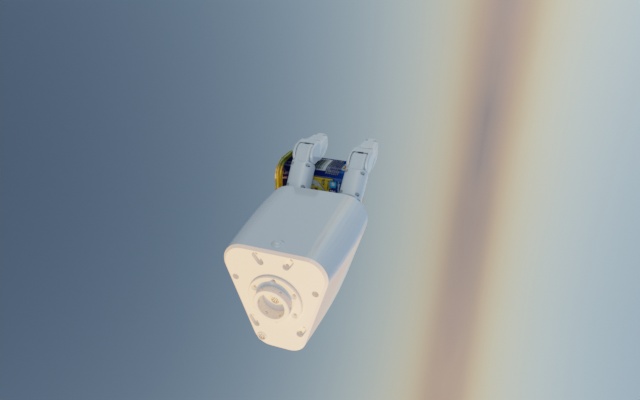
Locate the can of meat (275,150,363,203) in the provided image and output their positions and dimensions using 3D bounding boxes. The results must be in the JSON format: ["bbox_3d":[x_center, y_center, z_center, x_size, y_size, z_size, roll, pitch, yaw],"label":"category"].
[{"bbox_3d":[0.000,0.002,0.526,0.084,0.102,0.057,9,27,18],"label":"can of meat"}]
